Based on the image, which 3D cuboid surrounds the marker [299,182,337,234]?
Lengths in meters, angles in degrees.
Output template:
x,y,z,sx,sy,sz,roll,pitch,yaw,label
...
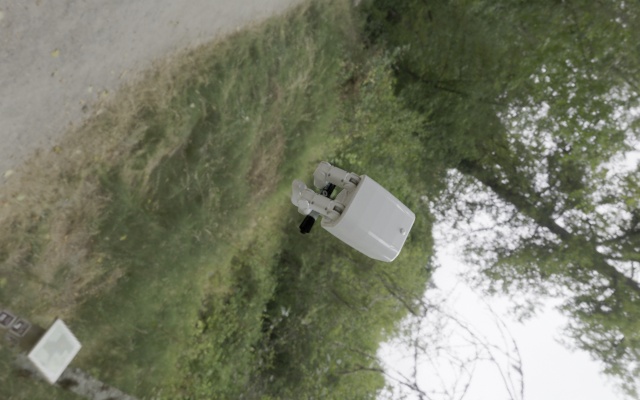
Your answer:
x,y,z,sx,sy,sz,roll,pitch,yaw,label
0.000,0.002,0.762,0.020,0.121,0.020,25,-25,13,marker
